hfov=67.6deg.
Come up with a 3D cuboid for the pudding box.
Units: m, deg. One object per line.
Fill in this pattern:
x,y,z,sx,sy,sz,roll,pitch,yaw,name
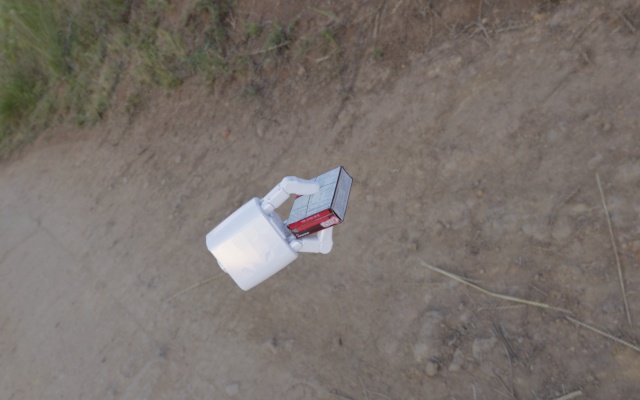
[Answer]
0.000,0.002,0.771,0.090,0.039,0.113,-22,33,29,pudding box
